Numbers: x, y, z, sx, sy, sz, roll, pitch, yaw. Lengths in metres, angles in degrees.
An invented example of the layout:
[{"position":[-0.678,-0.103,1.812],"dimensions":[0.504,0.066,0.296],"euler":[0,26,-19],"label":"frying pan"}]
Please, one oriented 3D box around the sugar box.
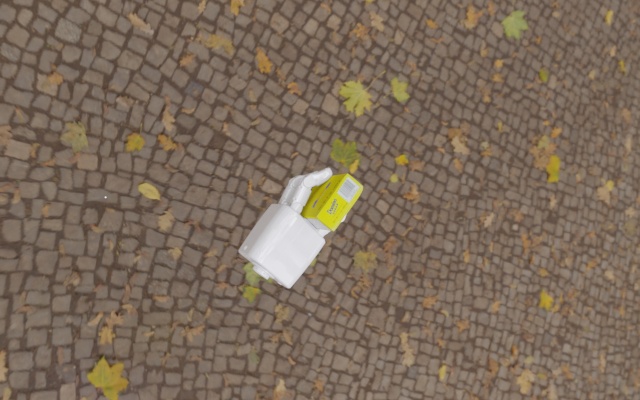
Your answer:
[{"position":[0.000,0.003,0.849],"dimensions":[0.048,0.093,0.176],"euler":[41,-15,-19],"label":"sugar box"}]
